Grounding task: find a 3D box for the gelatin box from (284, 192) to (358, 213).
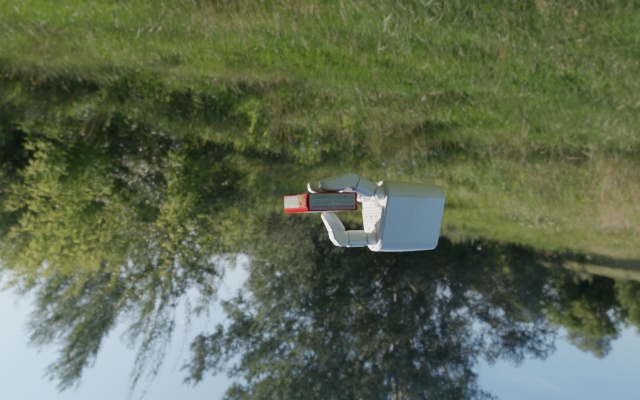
[{"bbox_3d":[0.000,0.003,0.722,0.089,0.030,0.073,-2,-1,-32],"label":"gelatin box"}]
